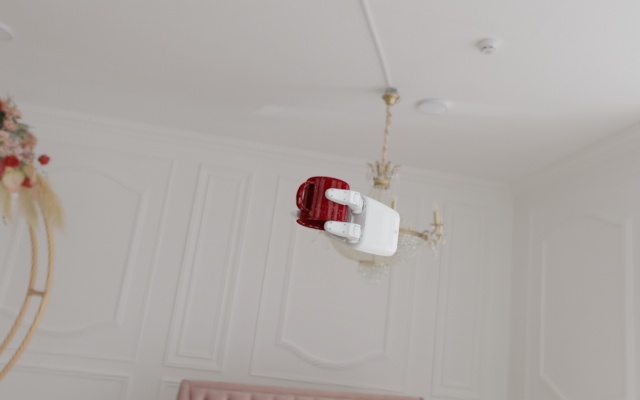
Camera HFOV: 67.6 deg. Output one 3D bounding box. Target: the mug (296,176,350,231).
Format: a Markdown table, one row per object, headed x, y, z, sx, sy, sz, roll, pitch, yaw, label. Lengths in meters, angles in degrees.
| x | y | z | sx | sy | sz | roll | pitch | yaw | label |
| --- | --- | --- | --- | --- | --- | --- | --- | --- | --- |
| -0.001 | 0.002 | 0.847 | 0.093 | 0.081 | 0.117 | -5 | -19 | 44 | mug |
